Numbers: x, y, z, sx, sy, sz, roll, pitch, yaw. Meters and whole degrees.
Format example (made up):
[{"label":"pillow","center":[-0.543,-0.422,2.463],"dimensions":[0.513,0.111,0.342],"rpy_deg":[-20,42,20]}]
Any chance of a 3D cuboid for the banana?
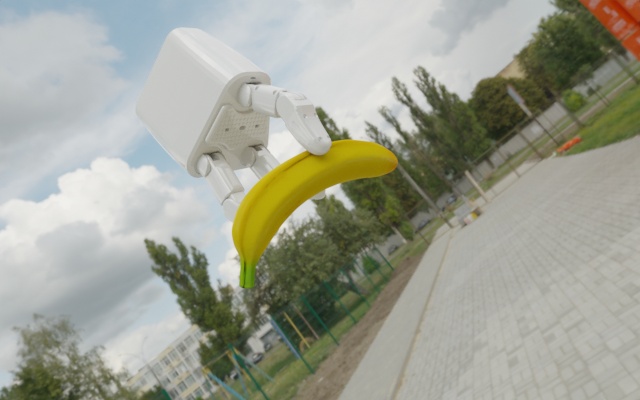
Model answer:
[{"label":"banana","center":[-0.006,-0.011,0.411],"dimensions":[0.197,0.070,0.037],"rpy_deg":[-37,41,-27]}]
